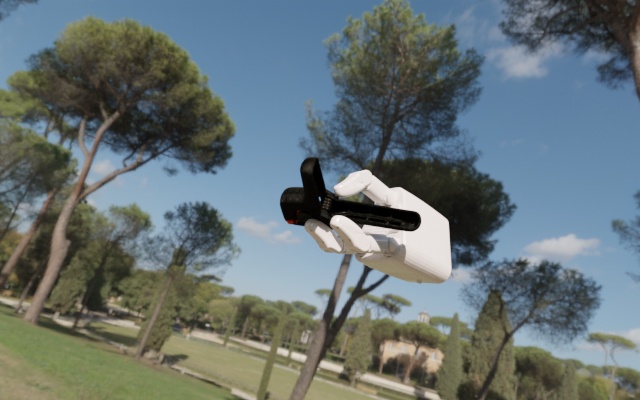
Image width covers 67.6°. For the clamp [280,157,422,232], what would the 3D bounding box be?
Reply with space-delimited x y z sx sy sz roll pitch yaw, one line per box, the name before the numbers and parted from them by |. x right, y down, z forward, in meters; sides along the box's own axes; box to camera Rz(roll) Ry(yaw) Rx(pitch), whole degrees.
clamp | 0.000 0.001 0.605 0.164 0.036 0.210 31 -22 -30
